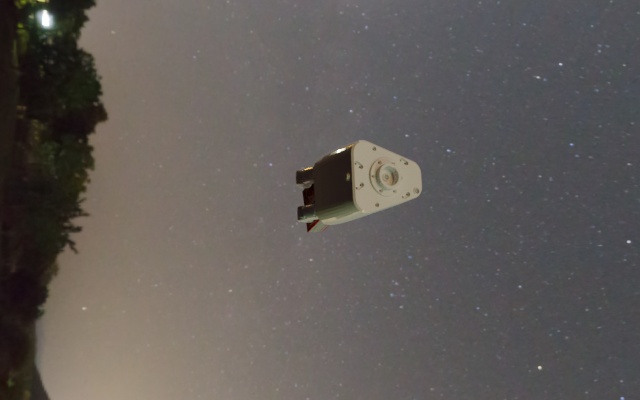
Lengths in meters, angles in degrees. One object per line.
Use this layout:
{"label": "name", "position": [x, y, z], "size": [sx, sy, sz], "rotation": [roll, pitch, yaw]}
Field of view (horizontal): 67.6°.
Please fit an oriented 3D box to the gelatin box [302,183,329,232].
{"label": "gelatin box", "position": [0.000, 0.003, 0.754], "size": [0.030, 0.073, 0.089], "rotation": [0, -22, -21]}
